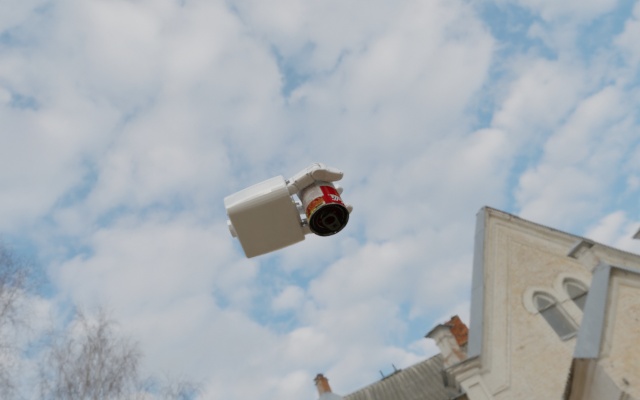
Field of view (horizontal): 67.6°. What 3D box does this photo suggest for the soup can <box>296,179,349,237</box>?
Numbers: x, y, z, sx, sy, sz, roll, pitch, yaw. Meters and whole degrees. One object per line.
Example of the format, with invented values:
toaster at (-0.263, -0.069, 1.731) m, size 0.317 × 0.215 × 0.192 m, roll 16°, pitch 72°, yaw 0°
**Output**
soup can at (0.000, 0.002, 0.800) m, size 0.068 × 0.068 × 0.102 m, roll 0°, pitch 36°, yaw -20°
